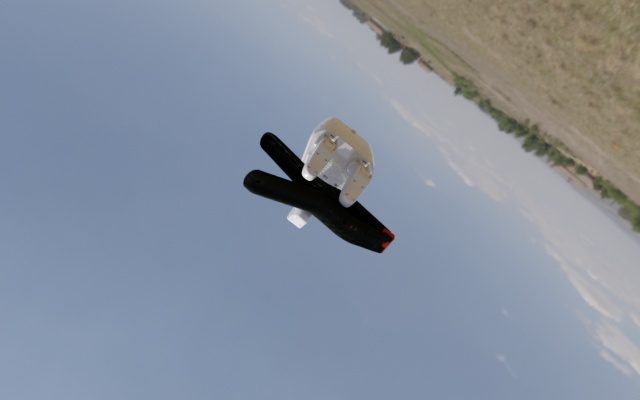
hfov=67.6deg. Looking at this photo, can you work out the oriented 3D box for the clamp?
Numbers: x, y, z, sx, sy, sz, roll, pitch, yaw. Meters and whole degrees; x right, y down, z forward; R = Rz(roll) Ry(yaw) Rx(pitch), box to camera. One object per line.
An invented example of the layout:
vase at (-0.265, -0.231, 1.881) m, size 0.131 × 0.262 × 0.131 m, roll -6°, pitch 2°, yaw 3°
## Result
clamp at (0.000, 0.003, 0.570) m, size 0.210 × 0.036 × 0.164 m, roll 37°, pitch 20°, yaw -7°
